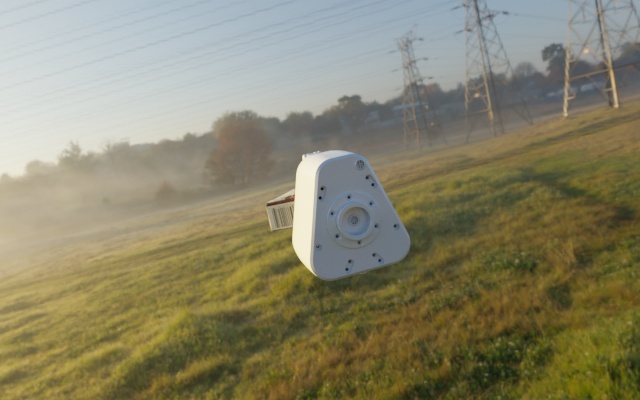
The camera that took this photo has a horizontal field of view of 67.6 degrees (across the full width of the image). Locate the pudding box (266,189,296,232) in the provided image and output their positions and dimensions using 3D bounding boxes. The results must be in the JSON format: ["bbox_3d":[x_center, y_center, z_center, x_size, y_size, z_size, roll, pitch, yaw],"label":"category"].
[{"bbox_3d":[0.000,0.002,0.598,0.113,0.039,0.090,-9,9,20],"label":"pudding box"}]
